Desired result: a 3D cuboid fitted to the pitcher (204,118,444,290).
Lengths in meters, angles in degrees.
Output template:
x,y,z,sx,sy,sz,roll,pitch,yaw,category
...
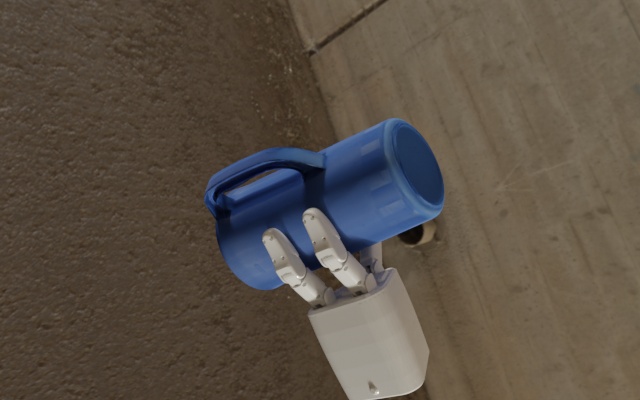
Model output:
x,y,z,sx,sy,sz,roll,pitch,yaw,category
0.000,0.002,0.527,0.243,0.145,0.149,-25,-4,34,pitcher
